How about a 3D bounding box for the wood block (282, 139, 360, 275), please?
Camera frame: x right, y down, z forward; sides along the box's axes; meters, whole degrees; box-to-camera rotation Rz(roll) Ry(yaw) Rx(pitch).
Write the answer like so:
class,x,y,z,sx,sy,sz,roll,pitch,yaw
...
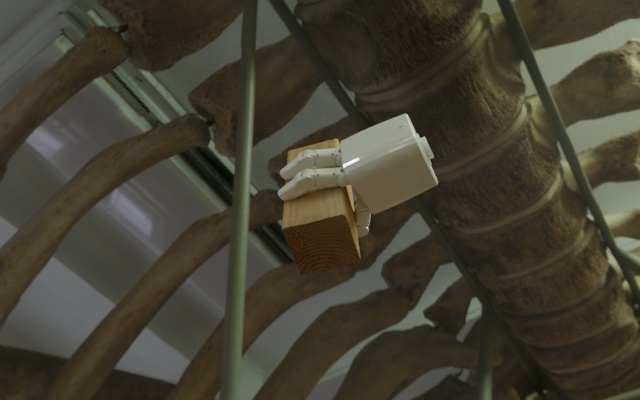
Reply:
class,x,y,z,sx,sy,sz,roll,pitch,yaw
wood block,0.001,0.002,0.727,0.090,0.091,0.206,-14,34,9
